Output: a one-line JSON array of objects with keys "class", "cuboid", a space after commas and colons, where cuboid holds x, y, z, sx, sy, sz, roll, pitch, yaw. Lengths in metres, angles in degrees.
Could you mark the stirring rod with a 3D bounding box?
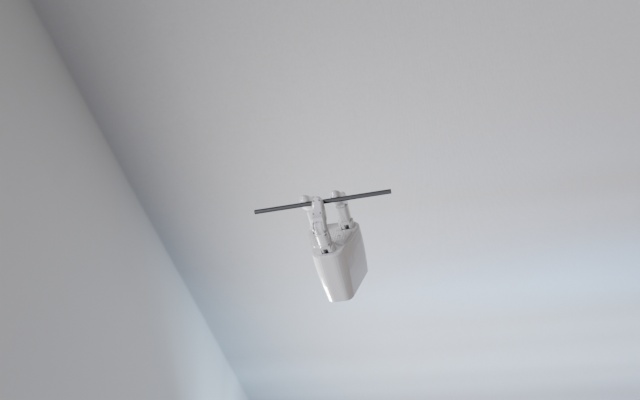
[{"class": "stirring rod", "cuboid": [0.000, 0.003, 0.811, 0.239, 0.011, 0.011, -9, -2, 14]}]
